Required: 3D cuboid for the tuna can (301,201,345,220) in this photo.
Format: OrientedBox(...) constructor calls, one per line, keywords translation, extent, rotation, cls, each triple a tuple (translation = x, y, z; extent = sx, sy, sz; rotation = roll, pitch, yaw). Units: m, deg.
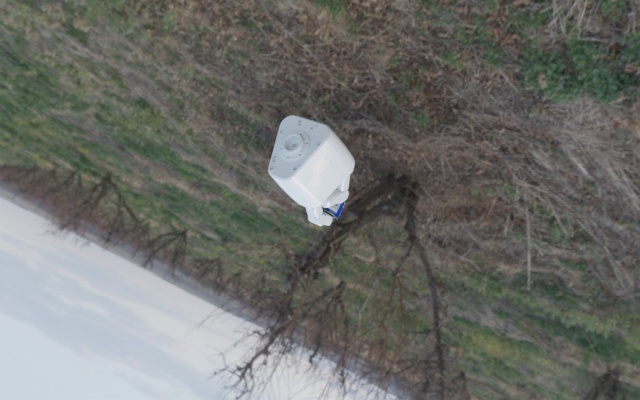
OrientedBox(translation=(0.000, 0.003, 0.873), extent=(0.086, 0.033, 0.086), rotation=(23, -10, 4), cls="tuna can")
